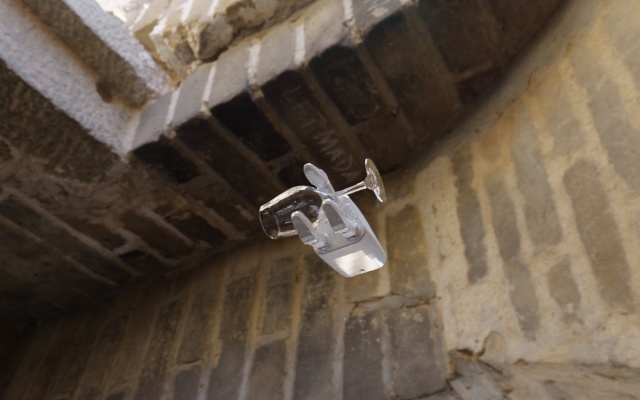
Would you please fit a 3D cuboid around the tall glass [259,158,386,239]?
[{"bbox_3d":[0.001,0.002,0.779,0.201,0.079,0.079,-21,-7,19],"label":"tall glass"}]
